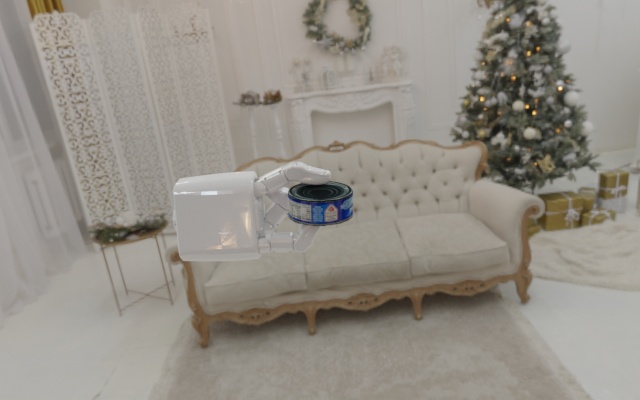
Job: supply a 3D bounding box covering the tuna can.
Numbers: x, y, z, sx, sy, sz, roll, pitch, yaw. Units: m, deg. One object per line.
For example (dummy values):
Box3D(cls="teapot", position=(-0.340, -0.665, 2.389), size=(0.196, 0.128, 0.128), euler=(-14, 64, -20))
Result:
Box3D(cls="tuna can", position=(0.000, 0.001, 0.618), size=(0.086, 0.034, 0.086), euler=(-1, 19, 0))
